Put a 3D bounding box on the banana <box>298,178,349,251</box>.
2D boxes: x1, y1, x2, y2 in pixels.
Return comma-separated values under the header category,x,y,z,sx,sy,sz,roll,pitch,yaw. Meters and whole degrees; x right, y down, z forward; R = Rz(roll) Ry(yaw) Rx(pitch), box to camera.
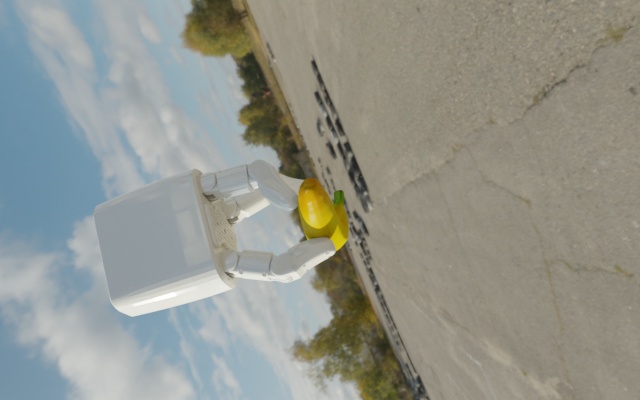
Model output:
category,x,y,z,sx,sy,sz,roll,pitch,yaw
banana,0.004,0.020,0.486,0.037,0.069,0.198,-12,-4,7
